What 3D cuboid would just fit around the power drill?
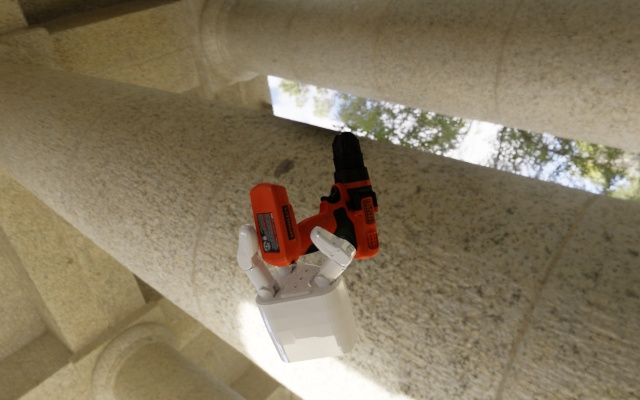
[{"bbox_3d":[0.000,0.002,0.640,0.187,0.184,0.057,-12,1,-40],"label":"power drill"}]
